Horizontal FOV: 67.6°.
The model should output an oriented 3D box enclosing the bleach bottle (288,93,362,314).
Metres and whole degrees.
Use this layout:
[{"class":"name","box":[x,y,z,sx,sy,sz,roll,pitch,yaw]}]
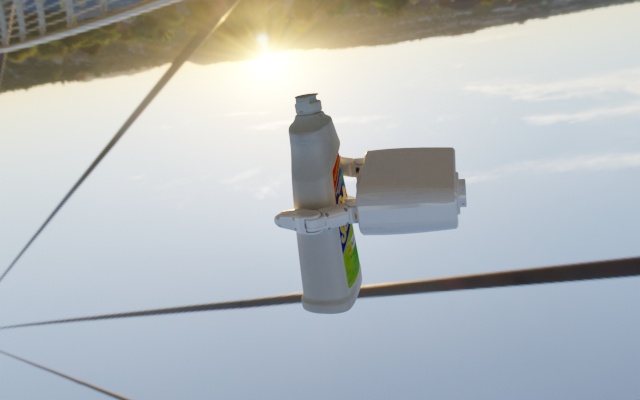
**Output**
[{"class":"bleach bottle","box":[0.000,0.002,0.569,0.068,0.251,0.102,-2,21,18]}]
